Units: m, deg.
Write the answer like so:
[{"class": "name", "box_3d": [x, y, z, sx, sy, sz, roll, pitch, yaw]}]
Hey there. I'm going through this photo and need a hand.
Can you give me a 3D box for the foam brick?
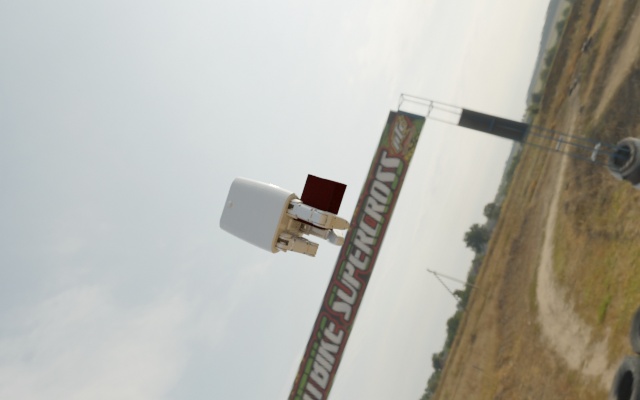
[{"class": "foam brick", "box_3d": [0.000, 0.002, 0.750, 0.051, 0.078, 0.053, 19, 3, 22]}]
